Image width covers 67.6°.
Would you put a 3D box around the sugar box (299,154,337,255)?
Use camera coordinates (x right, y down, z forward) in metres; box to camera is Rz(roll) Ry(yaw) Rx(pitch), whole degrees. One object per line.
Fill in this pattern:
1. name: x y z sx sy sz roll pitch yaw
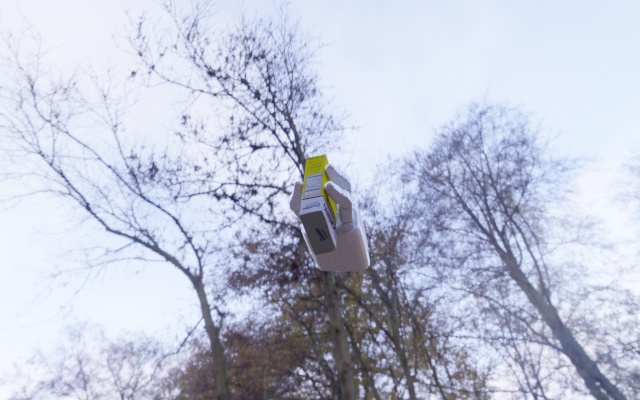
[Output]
1. sugar box: 0.001 0.003 0.851 0.048 0.093 0.176 -13 36 9
